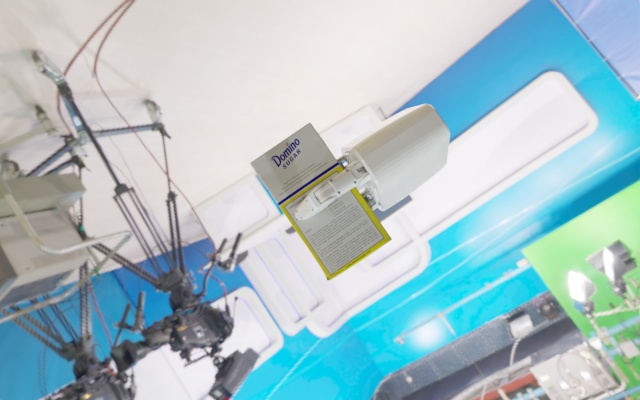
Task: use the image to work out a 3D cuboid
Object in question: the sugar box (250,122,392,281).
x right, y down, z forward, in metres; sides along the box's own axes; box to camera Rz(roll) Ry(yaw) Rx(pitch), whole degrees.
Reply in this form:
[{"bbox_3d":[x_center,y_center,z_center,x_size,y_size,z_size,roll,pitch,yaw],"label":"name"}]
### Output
[{"bbox_3d":[0.000,0.002,0.595,0.093,0.176,0.048,-34,-8,-1],"label":"sugar box"}]
